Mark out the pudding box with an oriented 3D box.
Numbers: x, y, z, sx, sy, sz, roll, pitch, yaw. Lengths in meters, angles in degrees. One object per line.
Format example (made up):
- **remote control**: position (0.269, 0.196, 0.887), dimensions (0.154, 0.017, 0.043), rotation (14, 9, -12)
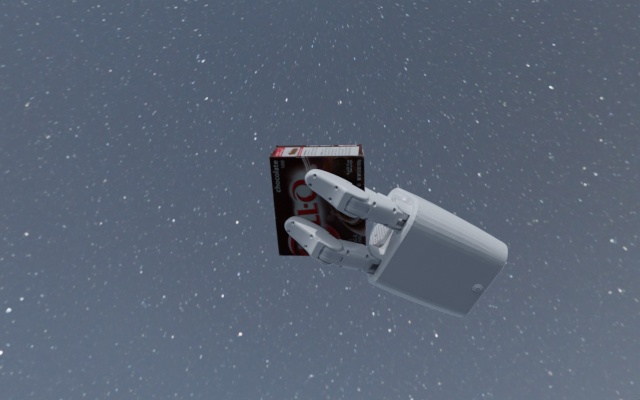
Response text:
- **pudding box**: position (0.000, 0.001, 0.477), dimensions (0.090, 0.113, 0.039), rotation (-1, 24, 6)
